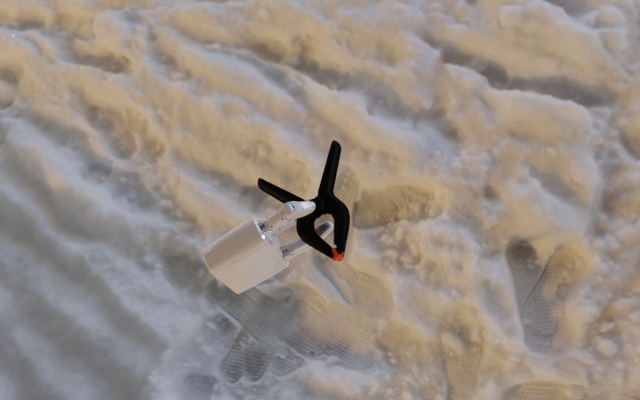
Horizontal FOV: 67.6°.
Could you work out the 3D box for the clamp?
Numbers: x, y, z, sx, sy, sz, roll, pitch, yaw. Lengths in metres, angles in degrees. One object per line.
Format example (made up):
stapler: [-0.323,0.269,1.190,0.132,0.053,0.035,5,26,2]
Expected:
clamp: [0.000,0.003,0.819,0.164,0.210,0.036,-33,-25,4]
